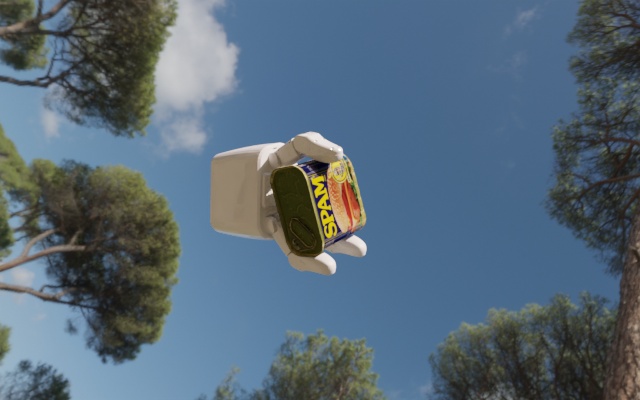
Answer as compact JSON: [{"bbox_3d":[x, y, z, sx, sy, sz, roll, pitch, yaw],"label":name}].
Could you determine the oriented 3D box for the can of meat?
[{"bbox_3d":[0.000,0.002,0.542,0.057,0.102,0.084,-6,12,44],"label":"can of meat"}]
